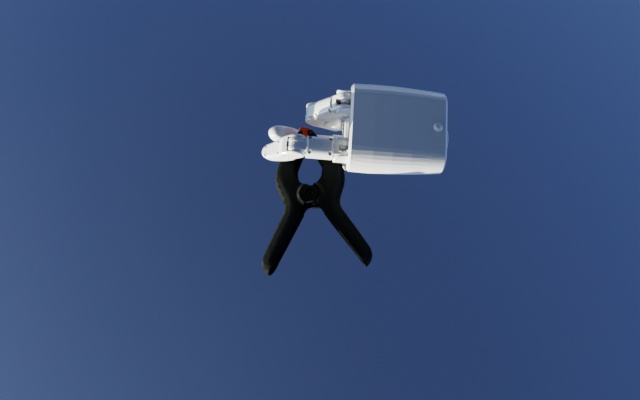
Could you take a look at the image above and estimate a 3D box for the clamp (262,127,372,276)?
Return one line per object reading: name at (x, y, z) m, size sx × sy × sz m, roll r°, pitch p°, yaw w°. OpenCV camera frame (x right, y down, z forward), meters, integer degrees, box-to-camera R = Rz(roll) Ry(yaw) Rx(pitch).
clamp at (0.000, 0.002, 0.539) m, size 0.120 × 0.171 × 0.039 m, roll 4°, pitch -11°, yaw 0°
